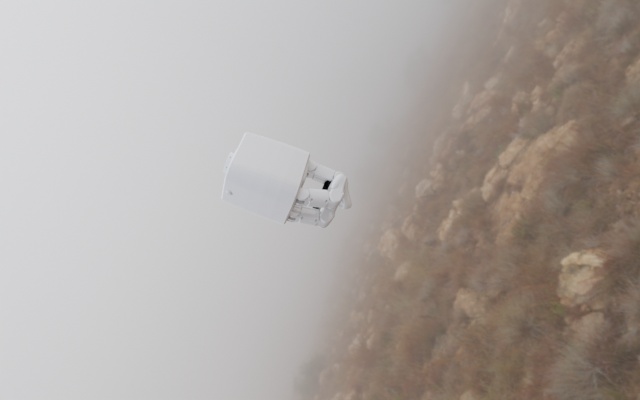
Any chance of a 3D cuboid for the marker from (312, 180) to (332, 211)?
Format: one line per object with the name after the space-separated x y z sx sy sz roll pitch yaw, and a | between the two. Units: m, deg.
0.000 0.003 0.781 0.020 0.020 0.121 0 -28 -17 | marker
